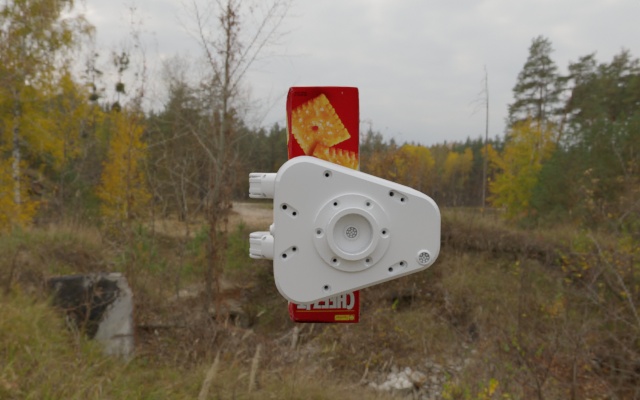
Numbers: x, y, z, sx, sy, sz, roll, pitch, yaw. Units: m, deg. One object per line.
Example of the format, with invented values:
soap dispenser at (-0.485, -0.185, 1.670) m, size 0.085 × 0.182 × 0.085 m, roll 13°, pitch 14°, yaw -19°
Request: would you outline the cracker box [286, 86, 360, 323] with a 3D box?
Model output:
cracker box at (0.000, 0.001, 0.504) m, size 0.072 × 0.213 × 0.164 m, roll 0°, pitch 2°, yaw -1°
